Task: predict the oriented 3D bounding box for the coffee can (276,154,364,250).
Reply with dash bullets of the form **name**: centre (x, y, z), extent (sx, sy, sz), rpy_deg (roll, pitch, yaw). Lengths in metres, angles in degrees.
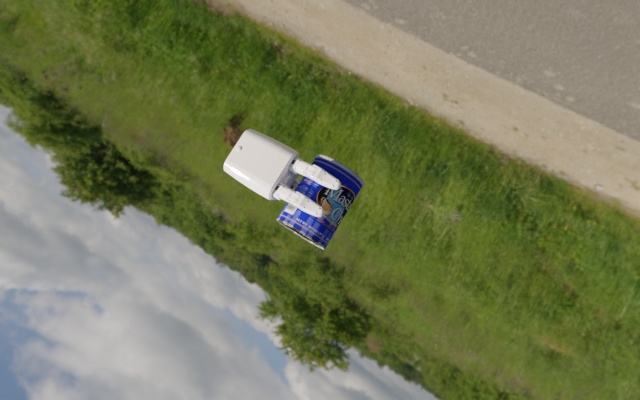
- **coffee can**: centre (0.000, 0.003, 0.863), extent (0.103, 0.140, 0.103), rpy_deg (31, -8, 5)
